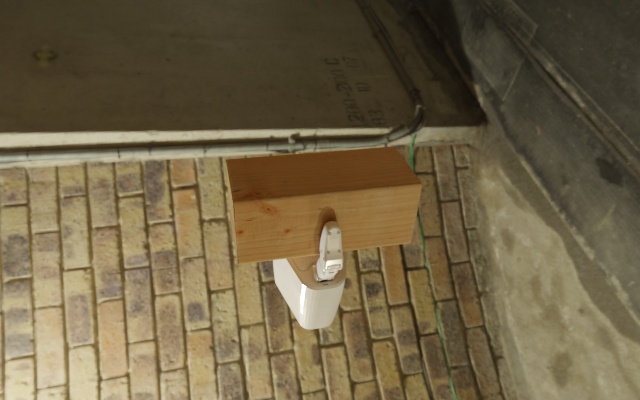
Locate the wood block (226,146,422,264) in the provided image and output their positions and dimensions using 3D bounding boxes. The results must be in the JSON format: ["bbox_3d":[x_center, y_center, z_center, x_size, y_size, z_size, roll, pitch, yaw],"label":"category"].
[{"bbox_3d":[0.000,0.002,0.558,0.206,0.090,0.090,-6,37,-13],"label":"wood block"}]
